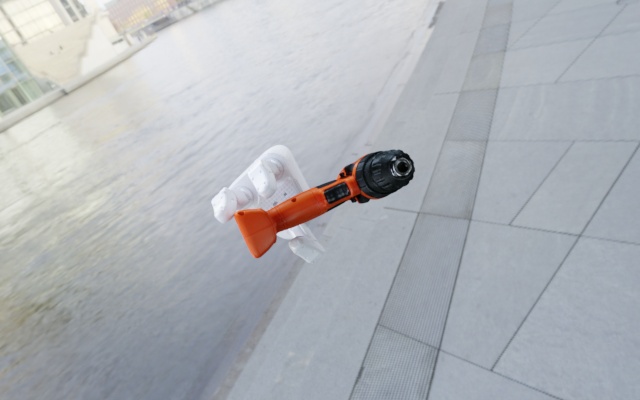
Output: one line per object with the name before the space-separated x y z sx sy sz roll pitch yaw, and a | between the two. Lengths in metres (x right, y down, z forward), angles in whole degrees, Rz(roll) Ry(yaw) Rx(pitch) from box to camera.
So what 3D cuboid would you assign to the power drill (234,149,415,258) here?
power drill | 0.000 0.002 0.532 0.187 0.057 0.184 -23 0 -12
